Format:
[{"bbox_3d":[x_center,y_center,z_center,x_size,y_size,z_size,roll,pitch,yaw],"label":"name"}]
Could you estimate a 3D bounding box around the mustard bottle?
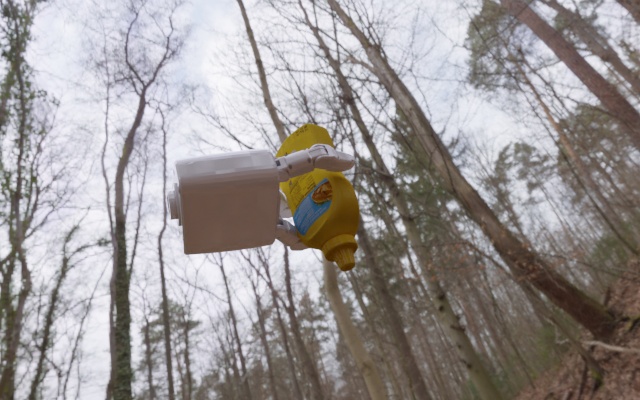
[{"bbox_3d":[0.000,0.002,0.590,0.058,0.191,0.096,10,-45,-39],"label":"mustard bottle"}]
